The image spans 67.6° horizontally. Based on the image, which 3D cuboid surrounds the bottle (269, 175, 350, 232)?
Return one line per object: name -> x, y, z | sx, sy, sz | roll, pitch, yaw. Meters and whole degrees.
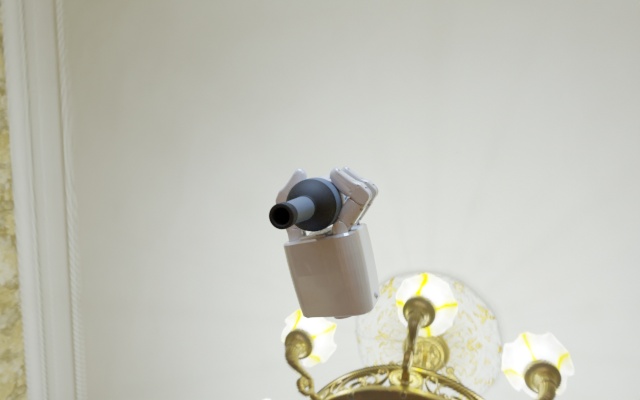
bottle -> 0.000, 0.002, 0.624 | 0.069, 0.069, 0.295 | 0, 6, 16
